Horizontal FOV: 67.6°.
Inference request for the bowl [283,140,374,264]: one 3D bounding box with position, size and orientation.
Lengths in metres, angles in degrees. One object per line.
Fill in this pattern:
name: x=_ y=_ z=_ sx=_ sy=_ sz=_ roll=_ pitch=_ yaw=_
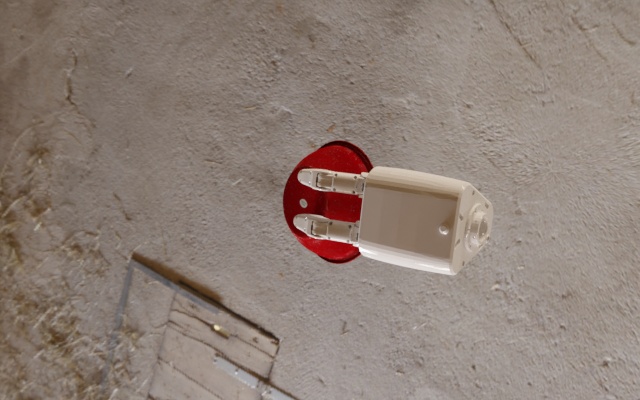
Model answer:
bowl: x=-0.001 y=0.002 z=0.609 sx=0.055 sy=0.162 sz=0.162 roll=0 pitch=0 yaw=-40
